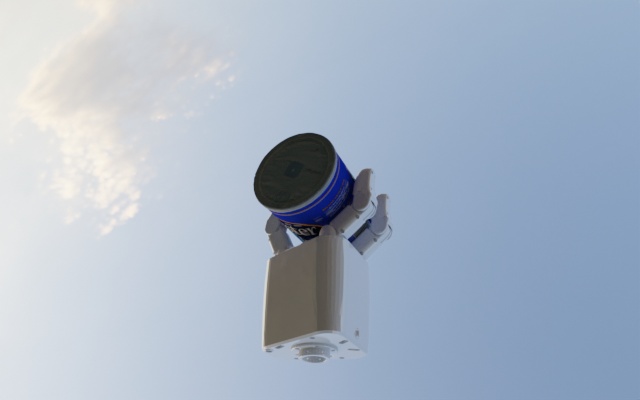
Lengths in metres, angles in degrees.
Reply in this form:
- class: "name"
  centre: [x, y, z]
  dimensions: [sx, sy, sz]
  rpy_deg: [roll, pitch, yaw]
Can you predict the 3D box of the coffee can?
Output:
- class: "coffee can"
  centre: [0.000, 0.002, 0.573]
  dimensions: [0.103, 0.102, 0.140]
  rpy_deg: [0, -31, 31]
